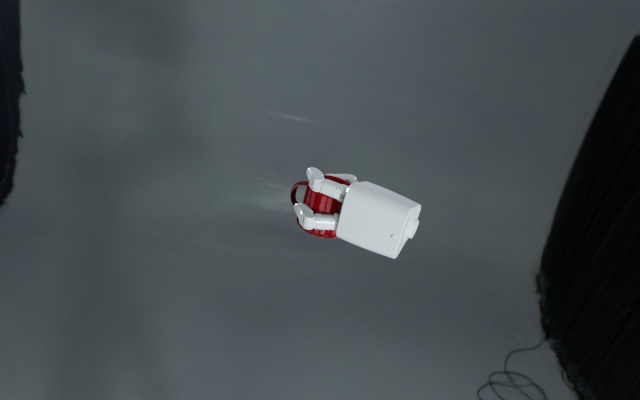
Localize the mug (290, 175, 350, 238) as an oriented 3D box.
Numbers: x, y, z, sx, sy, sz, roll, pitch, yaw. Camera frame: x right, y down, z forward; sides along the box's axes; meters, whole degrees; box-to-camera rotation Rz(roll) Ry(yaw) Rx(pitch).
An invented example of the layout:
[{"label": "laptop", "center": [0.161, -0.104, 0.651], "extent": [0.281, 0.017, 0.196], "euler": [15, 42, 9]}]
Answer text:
[{"label": "mug", "center": [-0.001, 0.002, 0.844], "extent": [0.117, 0.081, 0.093], "euler": [24, 30, 20]}]
